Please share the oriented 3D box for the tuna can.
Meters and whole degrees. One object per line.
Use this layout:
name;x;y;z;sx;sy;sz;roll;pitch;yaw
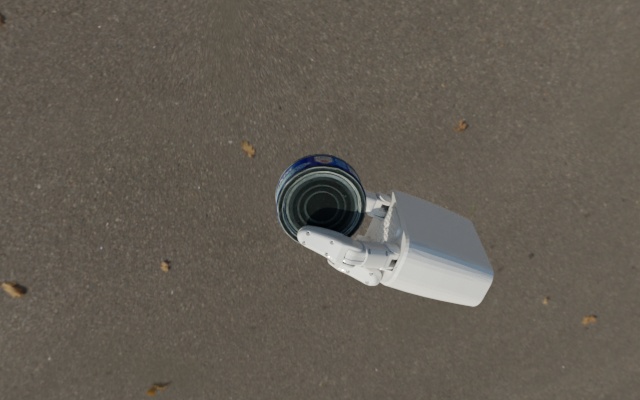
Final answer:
tuna can;0.000;0.002;0.453;0.086;0.086;0.033;0;23;-5
